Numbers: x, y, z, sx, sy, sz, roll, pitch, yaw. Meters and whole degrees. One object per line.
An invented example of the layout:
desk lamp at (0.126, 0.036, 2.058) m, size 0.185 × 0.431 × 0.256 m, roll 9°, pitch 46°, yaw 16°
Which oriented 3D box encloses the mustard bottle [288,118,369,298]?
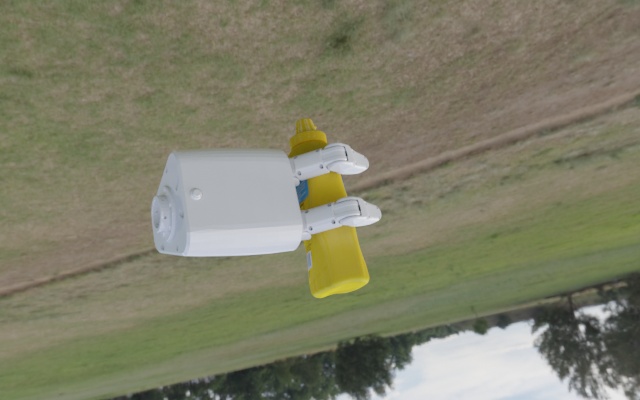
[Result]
mustard bottle at (0.000, 0.002, 0.506) m, size 0.058 × 0.191 × 0.096 m, roll -10°, pitch -16°, yaw -10°
